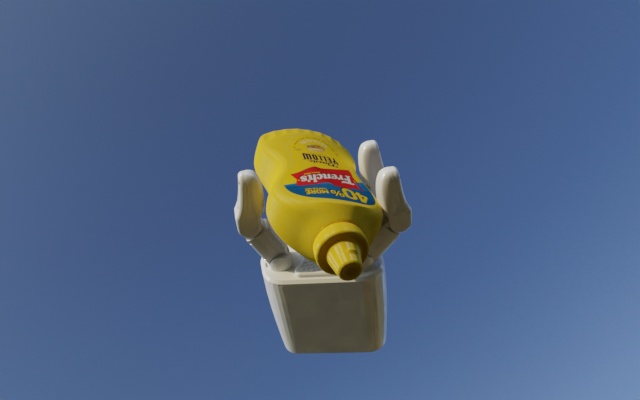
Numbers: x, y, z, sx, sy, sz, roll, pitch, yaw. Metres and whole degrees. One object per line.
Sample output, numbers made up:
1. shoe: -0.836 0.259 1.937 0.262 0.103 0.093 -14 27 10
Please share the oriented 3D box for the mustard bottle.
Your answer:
1. mustard bottle: 0.000 0.001 0.410 0.096 0.058 0.191 9 28 -19
